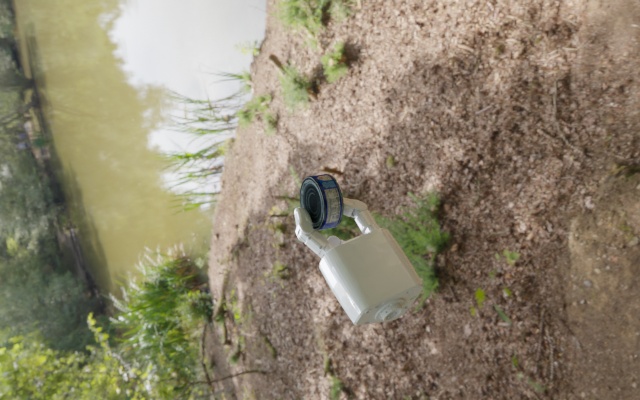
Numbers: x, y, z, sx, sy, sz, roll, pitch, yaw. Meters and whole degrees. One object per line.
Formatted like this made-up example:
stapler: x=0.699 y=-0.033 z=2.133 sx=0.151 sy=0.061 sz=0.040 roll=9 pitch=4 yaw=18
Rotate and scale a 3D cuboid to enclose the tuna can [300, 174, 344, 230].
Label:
tuna can: x=0.000 y=0.002 z=0.741 sx=0.034 sy=0.086 sz=0.086 roll=-9 pitch=4 yaw=-27
